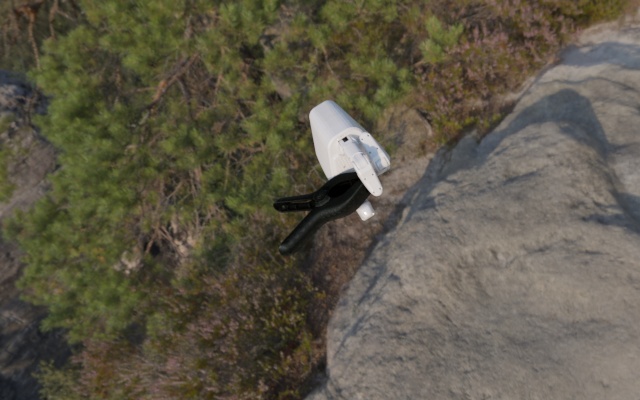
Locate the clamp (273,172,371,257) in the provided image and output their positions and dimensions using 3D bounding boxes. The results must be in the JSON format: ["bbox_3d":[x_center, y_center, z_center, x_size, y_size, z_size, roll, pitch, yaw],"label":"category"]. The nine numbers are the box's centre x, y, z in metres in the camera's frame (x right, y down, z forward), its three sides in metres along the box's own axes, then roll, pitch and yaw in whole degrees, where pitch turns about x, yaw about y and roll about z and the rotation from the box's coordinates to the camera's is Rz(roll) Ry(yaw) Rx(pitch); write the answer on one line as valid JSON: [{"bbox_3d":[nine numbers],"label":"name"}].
[{"bbox_3d":[0.000,0.002,0.710,0.171,0.039,0.120,-32,42,2],"label":"clamp"}]
